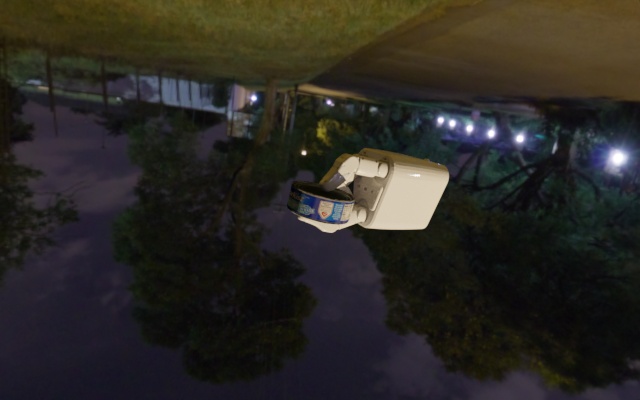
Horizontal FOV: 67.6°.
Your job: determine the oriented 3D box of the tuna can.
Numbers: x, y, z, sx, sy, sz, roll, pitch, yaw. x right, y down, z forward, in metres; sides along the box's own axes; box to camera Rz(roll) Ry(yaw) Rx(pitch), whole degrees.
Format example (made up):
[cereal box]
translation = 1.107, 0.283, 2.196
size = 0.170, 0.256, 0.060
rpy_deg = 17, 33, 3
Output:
[tuna can]
translation = 0.000, 0.003, 0.622
size = 0.086, 0.034, 0.086
rpy_deg = 14, 12, -3
